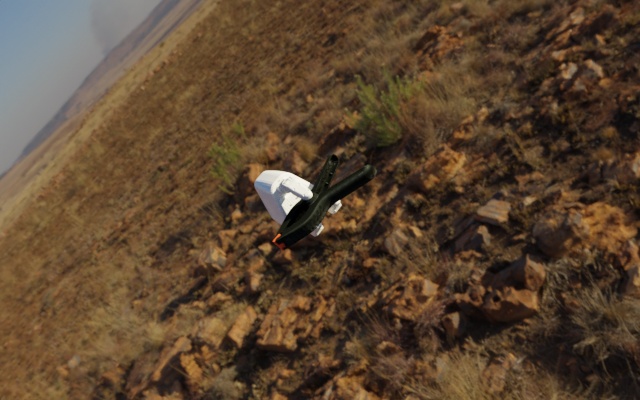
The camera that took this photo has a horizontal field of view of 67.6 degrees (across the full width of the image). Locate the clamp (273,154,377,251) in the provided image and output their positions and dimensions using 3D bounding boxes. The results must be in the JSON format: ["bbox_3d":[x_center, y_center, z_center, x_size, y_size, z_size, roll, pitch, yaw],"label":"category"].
[{"bbox_3d":[-0.001,0.003,0.829,0.036,0.210,0.164,45,-13,-24],"label":"clamp"}]
